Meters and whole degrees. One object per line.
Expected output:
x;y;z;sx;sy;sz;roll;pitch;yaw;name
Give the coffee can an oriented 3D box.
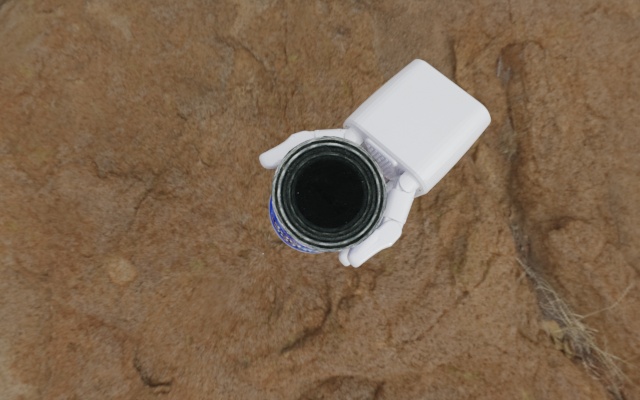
0.000;0.002;0.482;0.103;0.103;0.140;0;-6;-7;coffee can
